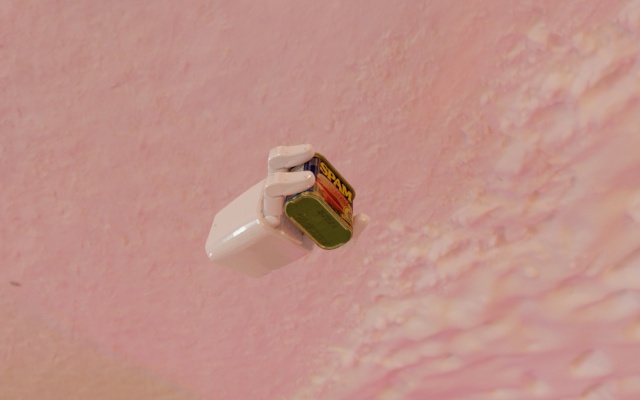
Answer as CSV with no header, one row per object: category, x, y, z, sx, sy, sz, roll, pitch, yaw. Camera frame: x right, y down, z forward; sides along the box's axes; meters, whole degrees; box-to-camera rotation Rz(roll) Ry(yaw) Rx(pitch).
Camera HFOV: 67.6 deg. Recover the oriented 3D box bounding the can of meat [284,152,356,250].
can of meat,0.000,0.002,0.616,0.057,0.083,0.102,-29,-57,26
